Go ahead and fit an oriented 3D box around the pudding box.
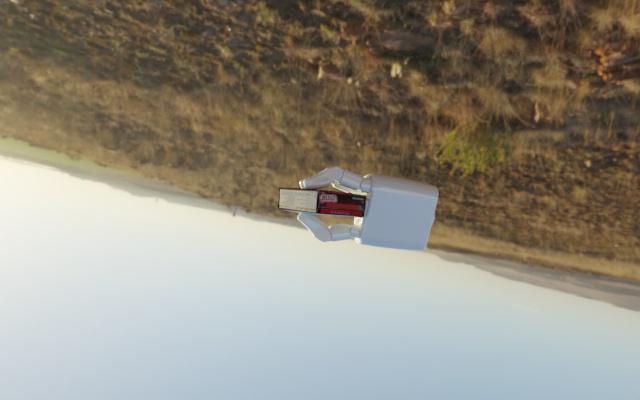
[{"bbox_3d":[0.000,0.003,0.730,0.090,0.039,0.113,7,-3,-36],"label":"pudding box"}]
